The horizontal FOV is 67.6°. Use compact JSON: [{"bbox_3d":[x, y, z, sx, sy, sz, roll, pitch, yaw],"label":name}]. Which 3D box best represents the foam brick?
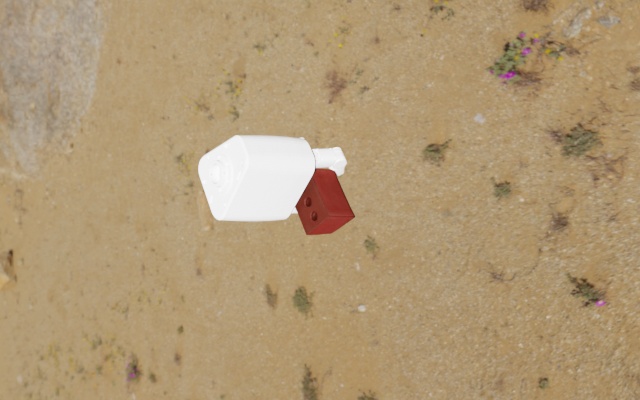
[{"bbox_3d":[0.000,0.002,0.653,0.051,0.078,0.053,0,-31,-46],"label":"foam brick"}]
